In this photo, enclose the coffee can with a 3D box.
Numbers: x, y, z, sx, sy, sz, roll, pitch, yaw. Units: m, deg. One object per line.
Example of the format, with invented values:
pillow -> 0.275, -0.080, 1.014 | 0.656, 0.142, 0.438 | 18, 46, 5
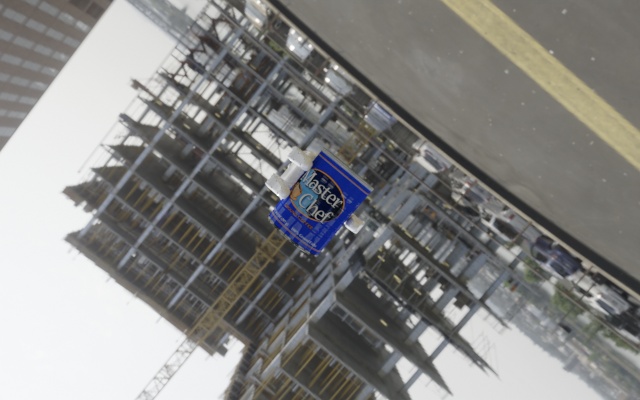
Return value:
coffee can -> 0.000, 0.002, 0.748 | 0.103, 0.140, 0.103 | 39, 5, -4
